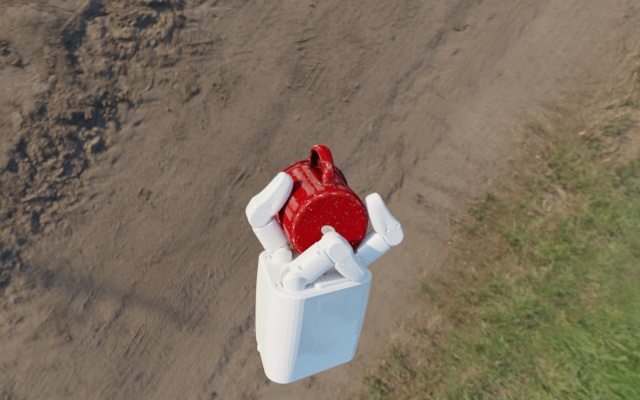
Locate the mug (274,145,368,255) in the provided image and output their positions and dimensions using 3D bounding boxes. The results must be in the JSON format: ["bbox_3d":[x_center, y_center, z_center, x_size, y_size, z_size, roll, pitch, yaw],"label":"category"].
[{"bbox_3d":[0.000,0.000,0.491,0.093,0.117,0.081,-1,23,-18],"label":"mug"}]
